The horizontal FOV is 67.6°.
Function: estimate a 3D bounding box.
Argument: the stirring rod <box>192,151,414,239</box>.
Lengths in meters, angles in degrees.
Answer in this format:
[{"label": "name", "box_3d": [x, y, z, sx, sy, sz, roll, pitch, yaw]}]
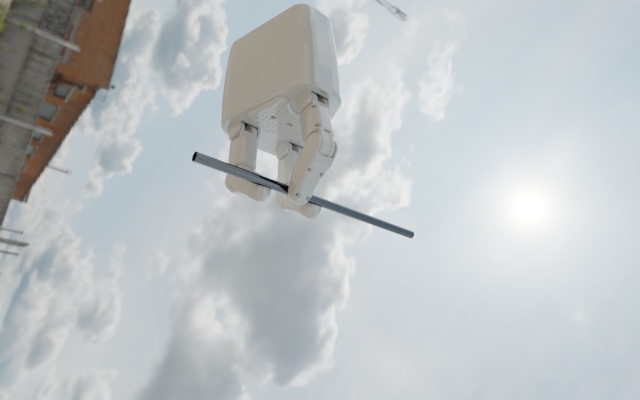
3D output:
[{"label": "stirring rod", "box_3d": [0.000, 0.001, 0.420, 0.239, 0.011, 0.011, 20, -12, -35]}]
